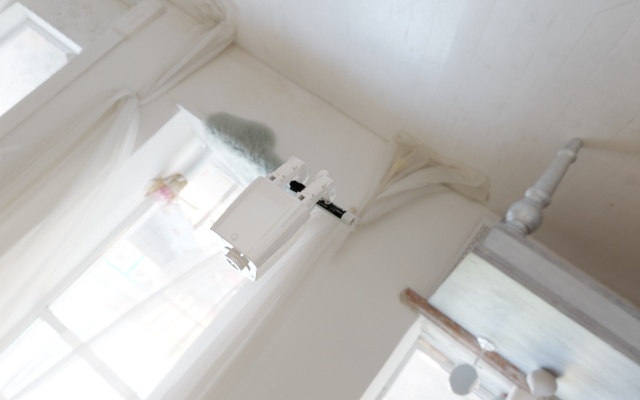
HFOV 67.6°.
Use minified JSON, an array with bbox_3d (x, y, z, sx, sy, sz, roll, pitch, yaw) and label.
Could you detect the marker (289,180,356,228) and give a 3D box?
[{"bbox_3d":[0.000,0.002,0.722,0.121,0.020,0.020,33,14,23],"label":"marker"}]
